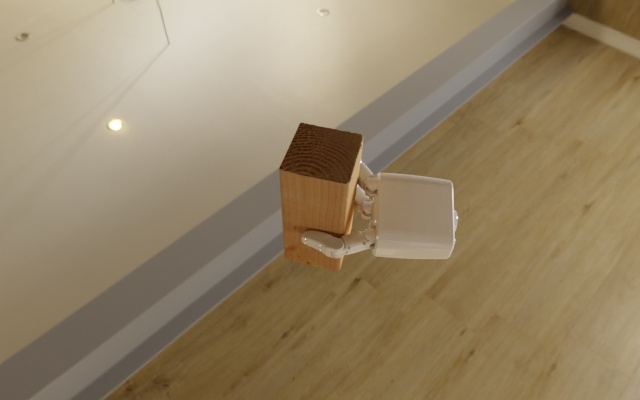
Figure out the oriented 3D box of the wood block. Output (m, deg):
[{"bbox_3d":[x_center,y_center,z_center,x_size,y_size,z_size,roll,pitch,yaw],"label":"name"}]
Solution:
[{"bbox_3d":[0.000,0.003,0.678,0.090,0.090,0.206,13,-38,8],"label":"wood block"}]
